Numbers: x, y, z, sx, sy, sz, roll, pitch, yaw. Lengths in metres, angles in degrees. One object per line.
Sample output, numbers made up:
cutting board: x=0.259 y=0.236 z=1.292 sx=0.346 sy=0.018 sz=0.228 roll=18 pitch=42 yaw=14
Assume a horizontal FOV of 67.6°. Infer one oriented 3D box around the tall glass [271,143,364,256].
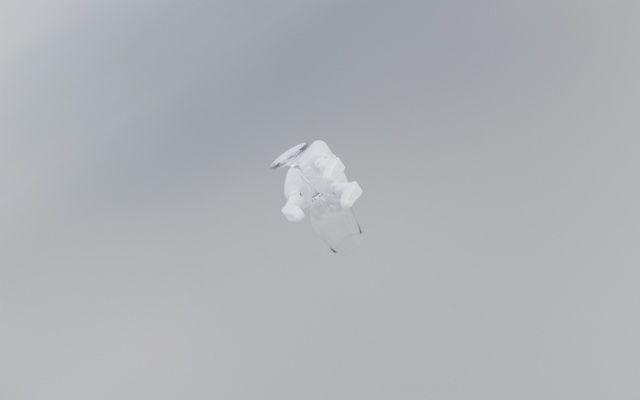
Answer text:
tall glass: x=0.000 y=0.002 z=0.828 sx=0.079 sy=0.201 sz=0.079 roll=-29 pitch=21 yaw=12
